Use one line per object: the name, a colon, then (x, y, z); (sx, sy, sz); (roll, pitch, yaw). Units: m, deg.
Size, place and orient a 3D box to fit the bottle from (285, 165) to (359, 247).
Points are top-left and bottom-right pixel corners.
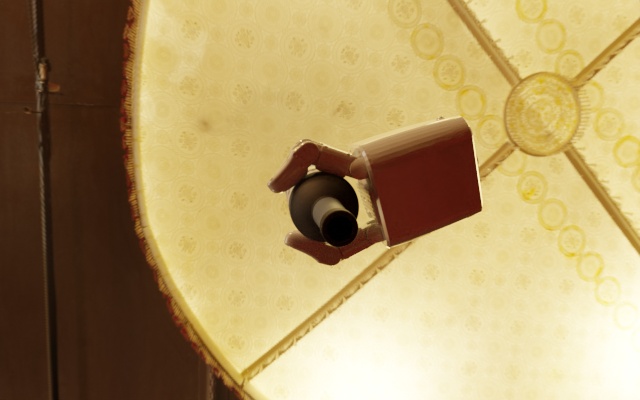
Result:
bottle: (0.000, 0.002, 0.489); (0.069, 0.069, 0.295); (0, 7, -6)
